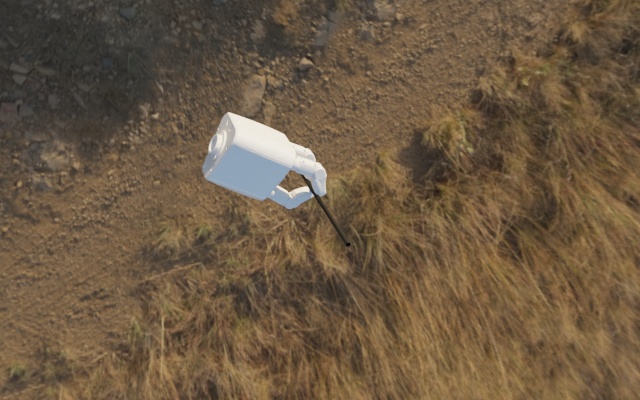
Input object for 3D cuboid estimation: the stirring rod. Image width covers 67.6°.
[{"bbox_3d":[0.000,0.003,0.795,0.011,0.011,0.239,0,31,-23],"label":"stirring rod"}]
